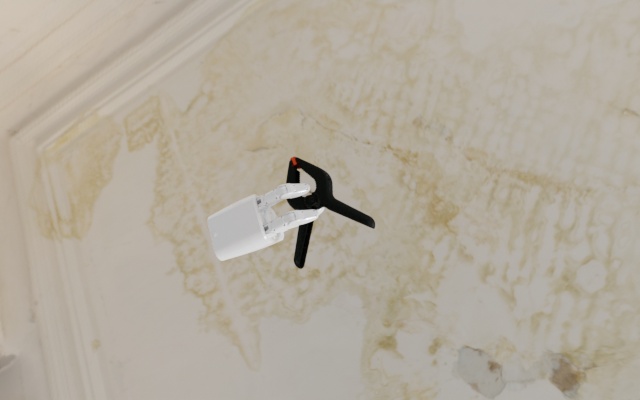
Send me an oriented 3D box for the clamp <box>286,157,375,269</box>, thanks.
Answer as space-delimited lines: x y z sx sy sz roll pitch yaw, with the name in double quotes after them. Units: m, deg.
0.000 0.003 0.891 0.164 0.210 0.036 -23 -23 12 "clamp"
